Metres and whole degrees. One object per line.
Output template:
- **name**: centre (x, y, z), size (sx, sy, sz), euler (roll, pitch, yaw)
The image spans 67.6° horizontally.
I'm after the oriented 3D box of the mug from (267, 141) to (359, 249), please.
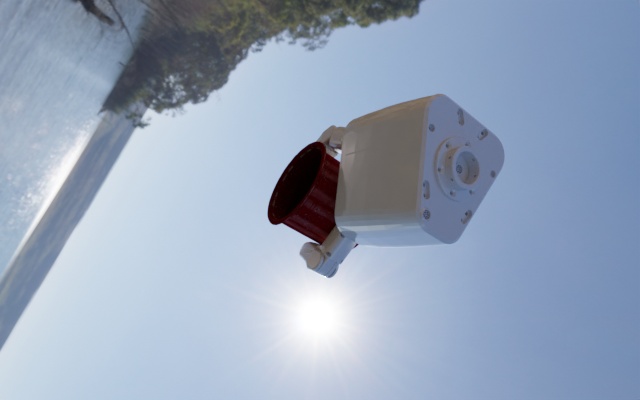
- **mug**: centre (-0.001, 0.002, 0.492), size (0.081, 0.093, 0.117), euler (32, -17, -24)
